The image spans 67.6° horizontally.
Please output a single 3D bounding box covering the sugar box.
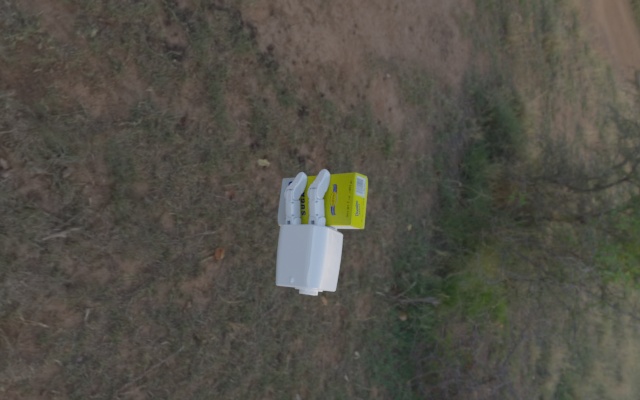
[{"bbox_3d":[0.000,0.003,0.858,0.176,0.093,0.048,-2,-13,38],"label":"sugar box"}]
